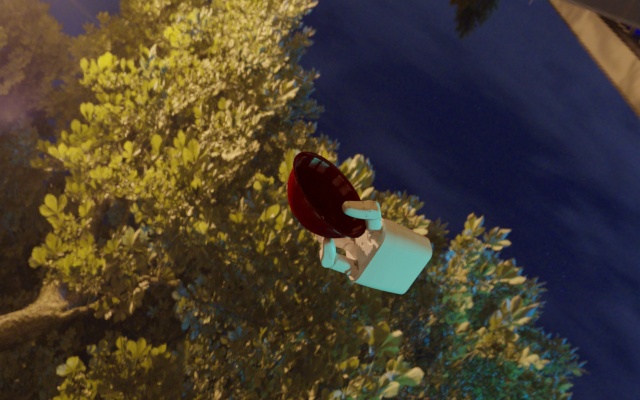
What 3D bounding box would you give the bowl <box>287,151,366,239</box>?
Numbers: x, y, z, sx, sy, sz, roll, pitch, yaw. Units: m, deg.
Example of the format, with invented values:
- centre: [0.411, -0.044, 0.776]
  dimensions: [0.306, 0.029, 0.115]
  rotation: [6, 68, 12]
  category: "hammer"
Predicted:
- centre: [-0.001, 0.002, 0.754]
  dimensions: [0.055, 0.162, 0.162]
  rotation: [-38, -20, 28]
  category: "bowl"
